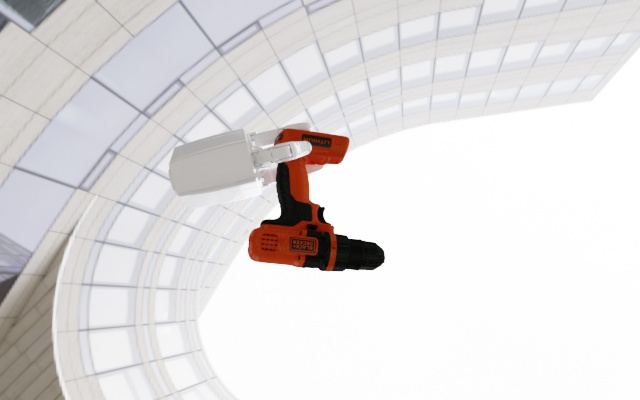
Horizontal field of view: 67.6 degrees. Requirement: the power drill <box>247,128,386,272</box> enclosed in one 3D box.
[{"bbox_3d":[0.000,0.002,0.647,0.184,0.187,0.057,7,-20,-14],"label":"power drill"}]
